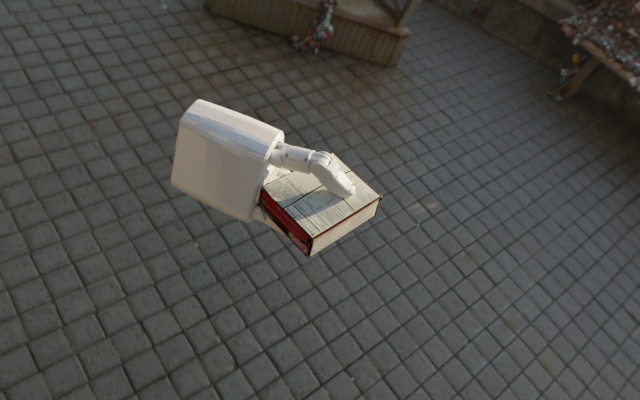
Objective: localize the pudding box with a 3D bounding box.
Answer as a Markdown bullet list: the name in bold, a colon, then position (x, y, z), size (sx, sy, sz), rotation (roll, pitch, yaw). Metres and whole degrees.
- **pudding box**: position (0.000, 0.002, 0.545), size (0.113, 0.090, 0.039), rotation (-30, -28, -31)
